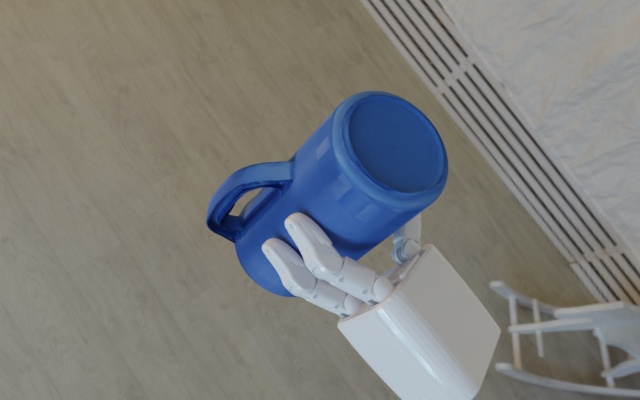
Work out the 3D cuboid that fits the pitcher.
[{"bbox_3d":[0.000,0.002,0.464,0.149,0.145,0.243,-35,-5,-34],"label":"pitcher"}]
